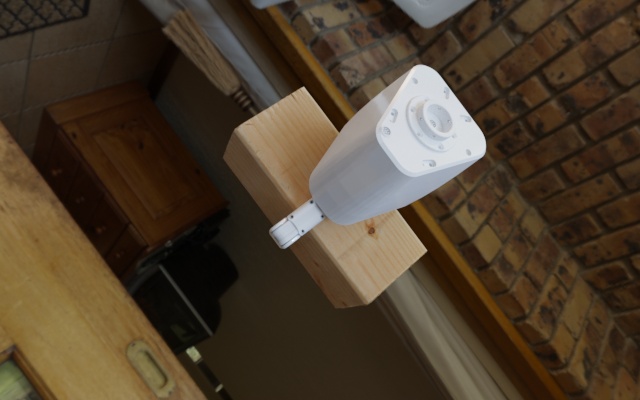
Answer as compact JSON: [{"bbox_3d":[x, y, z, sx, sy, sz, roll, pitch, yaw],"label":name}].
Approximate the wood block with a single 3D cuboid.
[{"bbox_3d":[0.000,0.002,0.499,0.091,0.206,0.090,-37,0,-23],"label":"wood block"}]
